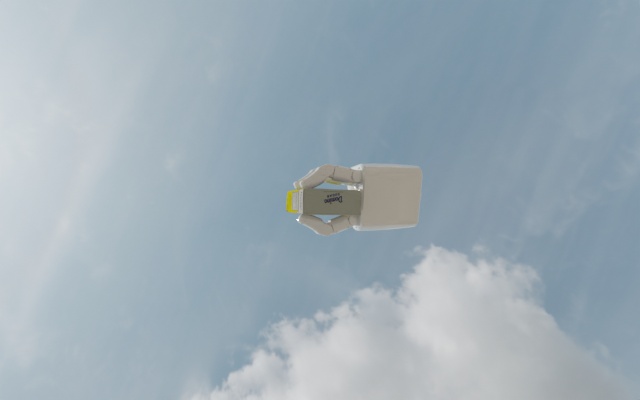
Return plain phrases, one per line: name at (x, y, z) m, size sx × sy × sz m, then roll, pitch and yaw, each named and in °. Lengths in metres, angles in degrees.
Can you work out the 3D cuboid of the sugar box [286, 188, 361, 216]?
sugar box at (0.000, 0.002, 0.801) m, size 0.093 × 0.048 × 0.176 m, roll 1°, pitch -3°, yaw -13°
